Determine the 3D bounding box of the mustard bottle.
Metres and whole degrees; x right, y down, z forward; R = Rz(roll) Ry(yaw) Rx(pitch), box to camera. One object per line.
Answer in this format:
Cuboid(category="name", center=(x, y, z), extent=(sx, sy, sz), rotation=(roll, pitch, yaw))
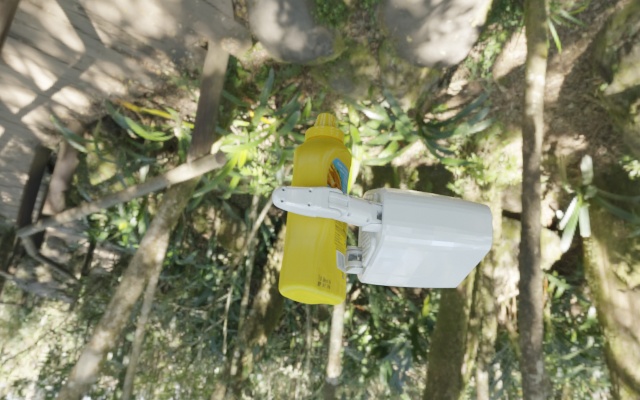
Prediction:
Cuboid(category="mustard bottle", center=(0.000, 0.002, 0.472), extent=(0.058, 0.191, 0.096), rotation=(-2, -20, 18))
